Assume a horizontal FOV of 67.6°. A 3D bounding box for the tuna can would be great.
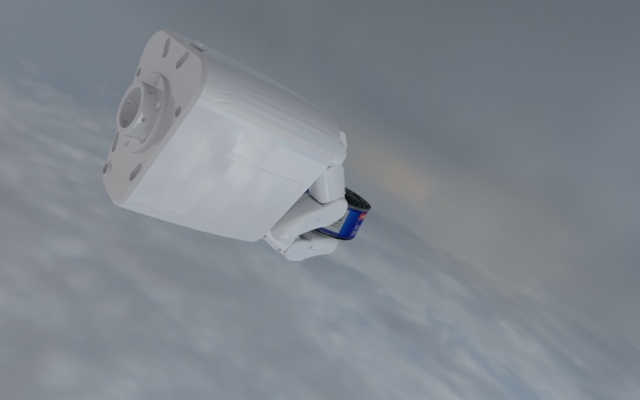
[{"bbox_3d":[0.000,0.002,0.432,0.086,0.034,0.086,25,11,-5],"label":"tuna can"}]
